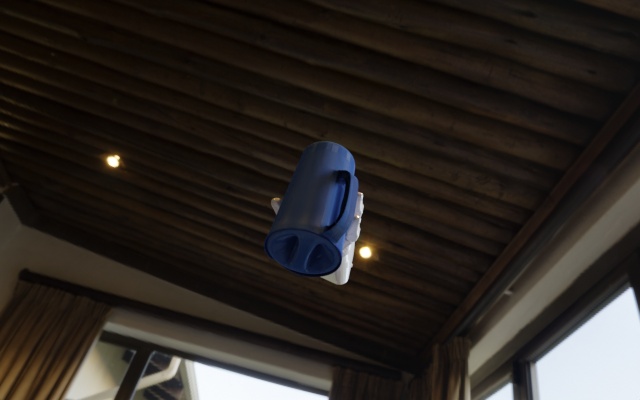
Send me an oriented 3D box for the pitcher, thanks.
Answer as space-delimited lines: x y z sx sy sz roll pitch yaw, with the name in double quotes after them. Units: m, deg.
0.000 0.003 0.863 0.149 0.242 0.145 5 -41 11 "pitcher"
